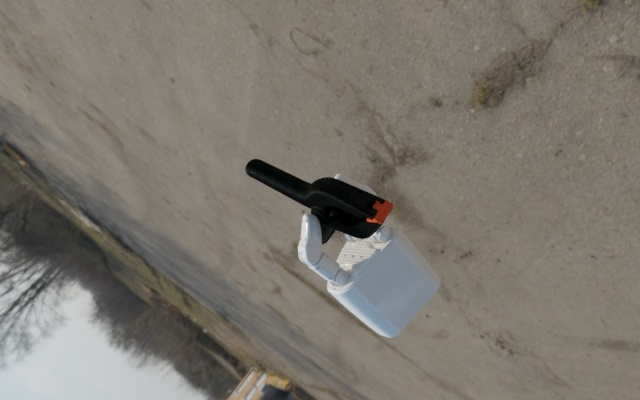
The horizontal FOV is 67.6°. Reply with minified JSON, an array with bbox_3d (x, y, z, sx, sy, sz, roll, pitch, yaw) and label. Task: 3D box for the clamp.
[{"bbox_3d":[0.000,0.003,0.582,0.164,0.036,0.210,43,-22,-22],"label":"clamp"}]
